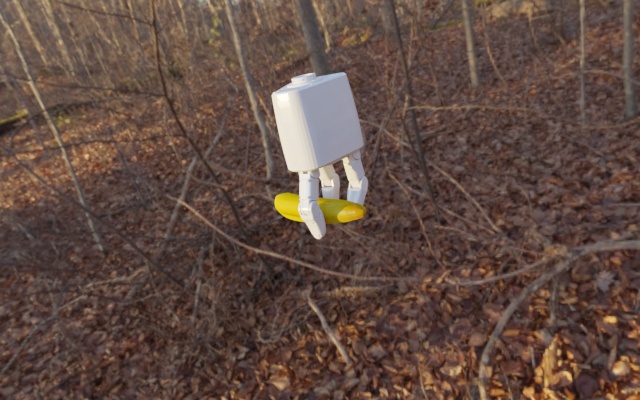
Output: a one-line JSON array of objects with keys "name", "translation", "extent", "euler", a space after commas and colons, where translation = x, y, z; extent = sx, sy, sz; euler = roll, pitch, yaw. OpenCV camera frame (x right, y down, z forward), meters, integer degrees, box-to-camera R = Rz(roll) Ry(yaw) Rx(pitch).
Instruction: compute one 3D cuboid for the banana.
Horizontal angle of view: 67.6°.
[{"name": "banana", "translation": [-0.017, 0.008, 0.713], "extent": [0.069, 0.037, 0.198], "euler": [-21, 18, -30]}]
